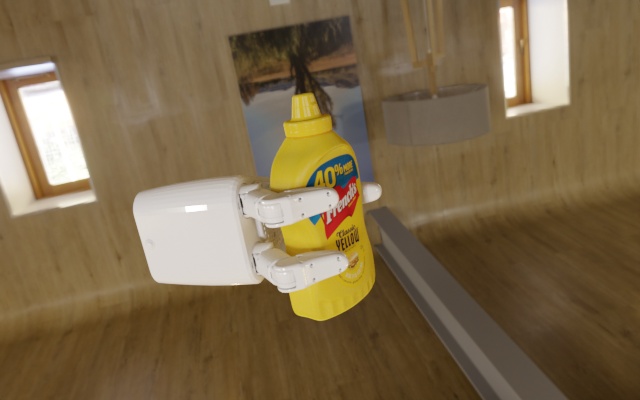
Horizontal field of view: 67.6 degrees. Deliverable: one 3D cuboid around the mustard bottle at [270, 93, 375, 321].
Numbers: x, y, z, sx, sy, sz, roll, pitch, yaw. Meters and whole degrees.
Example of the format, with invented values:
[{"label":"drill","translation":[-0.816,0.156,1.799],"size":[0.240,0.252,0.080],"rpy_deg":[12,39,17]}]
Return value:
[{"label":"mustard bottle","translation":[0.000,0.002,0.428],"size":[0.058,0.192,0.096],"rpy_deg":[4,21,41]}]
